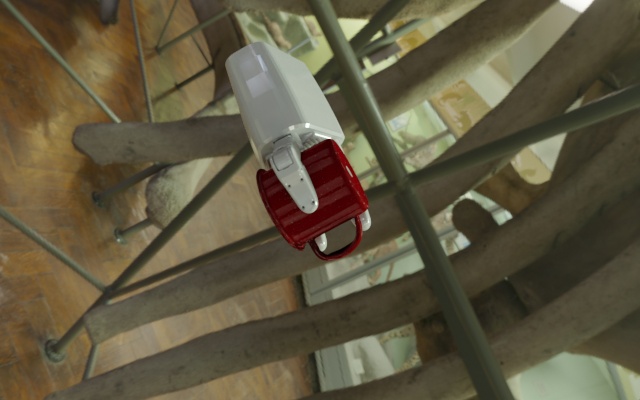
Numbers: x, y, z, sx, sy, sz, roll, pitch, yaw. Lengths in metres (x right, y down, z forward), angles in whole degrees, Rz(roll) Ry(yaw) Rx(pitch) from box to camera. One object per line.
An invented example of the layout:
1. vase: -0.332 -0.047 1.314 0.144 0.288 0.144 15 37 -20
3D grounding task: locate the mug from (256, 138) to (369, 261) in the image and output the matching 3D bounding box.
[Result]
1. mug: 0.001 0.003 0.471 0.081 0.117 0.093 -28 -14 10
